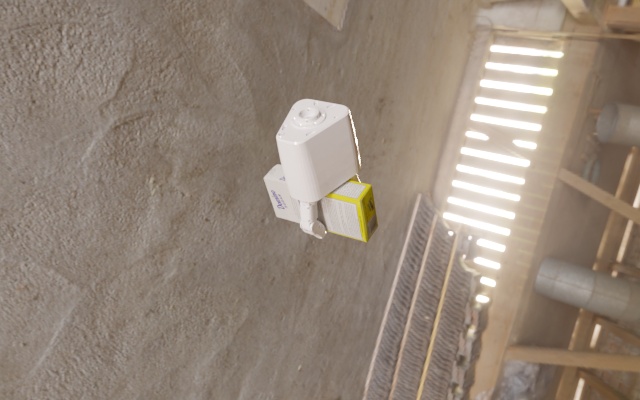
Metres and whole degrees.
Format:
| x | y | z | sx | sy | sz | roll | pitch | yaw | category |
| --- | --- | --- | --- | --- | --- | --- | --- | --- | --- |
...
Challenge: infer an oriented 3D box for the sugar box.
| x | y | z | sx | sy | sz | roll | pitch | yaw | category |
| --- | --- | --- | --- | --- | --- | --- | --- | --- | --- |
| 0.000 | 0.002 | 0.760 | 0.176 | 0.093 | 0.048 | 17 | 50 | 30 | sugar box |
